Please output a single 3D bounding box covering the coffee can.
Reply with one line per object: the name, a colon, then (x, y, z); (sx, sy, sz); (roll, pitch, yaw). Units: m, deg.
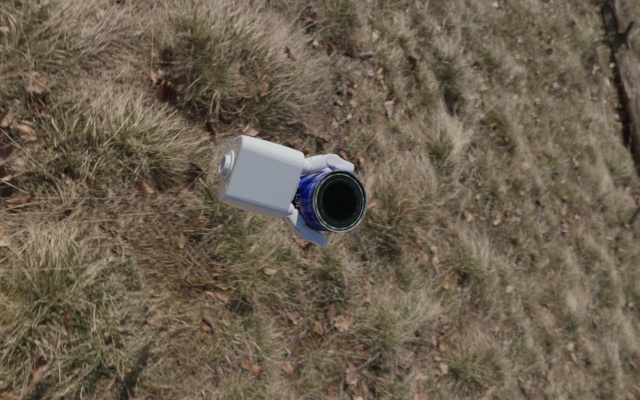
coffee can: (0.000, 0.003, 0.829); (0.103, 0.103, 0.140); (0, -1, -28)
